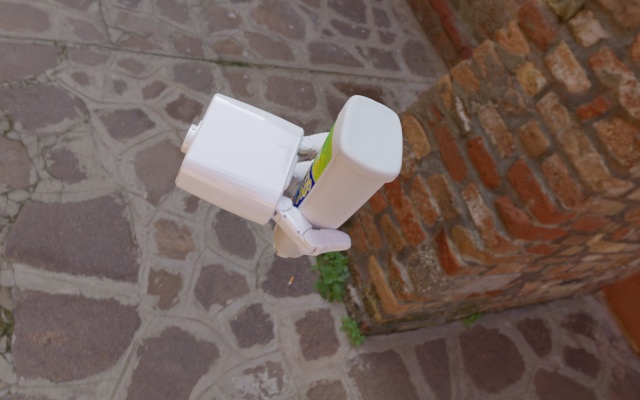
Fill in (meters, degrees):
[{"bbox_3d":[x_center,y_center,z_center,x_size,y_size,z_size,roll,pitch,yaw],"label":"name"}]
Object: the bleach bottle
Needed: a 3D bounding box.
[{"bbox_3d":[0.000,0.002,0.547,0.068,0.102,0.251,22,-42,-14],"label":"bleach bottle"}]
